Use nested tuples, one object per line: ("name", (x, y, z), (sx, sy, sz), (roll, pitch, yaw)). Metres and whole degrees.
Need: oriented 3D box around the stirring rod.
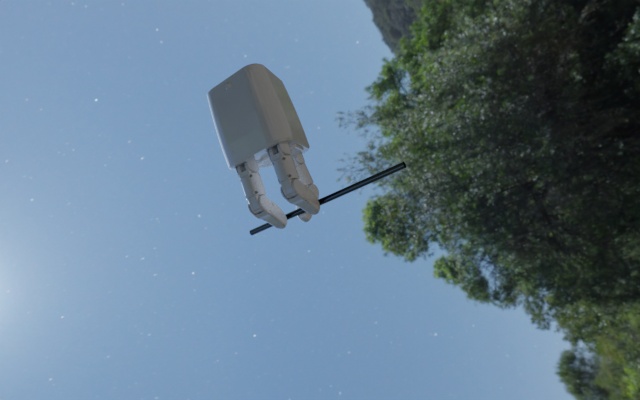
("stirring rod", (0.000, 0.002, 0.603), (0.239, 0.011, 0.011), (-24, -12, 29))
